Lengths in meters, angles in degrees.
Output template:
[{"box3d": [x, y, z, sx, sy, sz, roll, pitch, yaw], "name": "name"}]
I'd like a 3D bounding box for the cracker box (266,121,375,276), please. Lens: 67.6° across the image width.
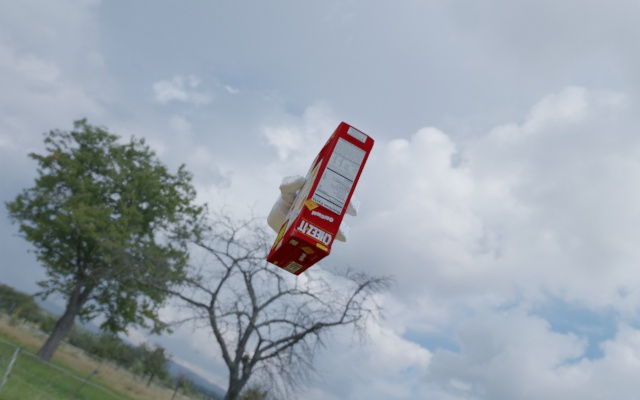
[{"box3d": [0.000, 0.002, 0.778, 0.072, 0.213, 0.164, 27, -26, -8], "name": "cracker box"}]
